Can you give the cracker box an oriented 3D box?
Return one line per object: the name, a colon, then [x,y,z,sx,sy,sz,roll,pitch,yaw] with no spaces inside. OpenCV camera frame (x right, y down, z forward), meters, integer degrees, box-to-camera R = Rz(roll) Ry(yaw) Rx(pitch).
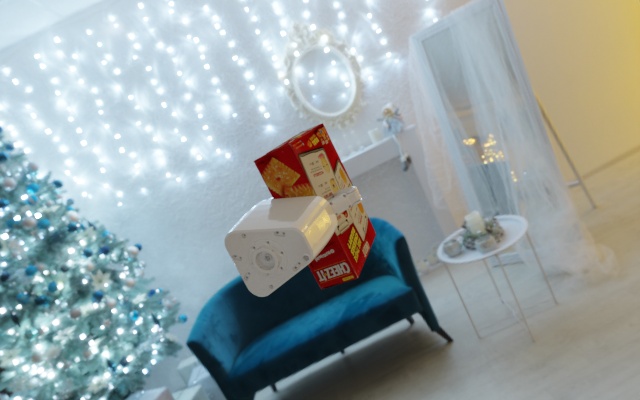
cracker box: [0.000,0.002,0.737,0.072,0.214,0.164,-22,12,22]
